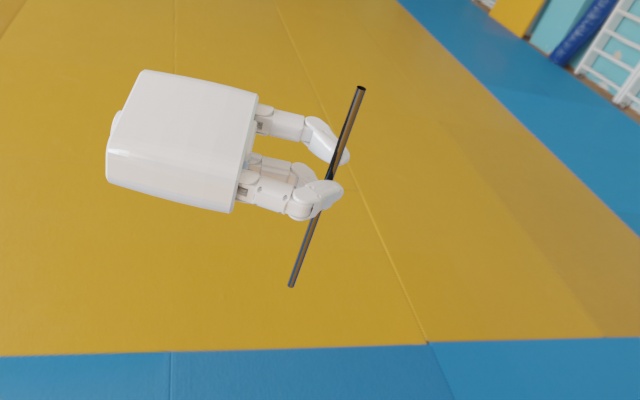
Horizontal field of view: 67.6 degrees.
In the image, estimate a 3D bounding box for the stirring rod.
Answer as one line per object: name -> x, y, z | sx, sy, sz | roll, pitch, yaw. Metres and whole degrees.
stirring rod -> 0.000, 0.002, 0.453 | 0.011, 0.240, 0.011 | 13, 37, -10
